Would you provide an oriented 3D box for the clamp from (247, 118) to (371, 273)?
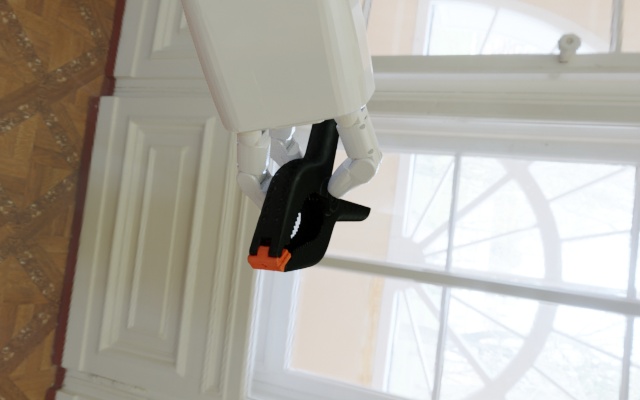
[{"bbox_3d":[0.001,0.002,0.439,0.036,0.165,0.209,0,38,26],"label":"clamp"}]
